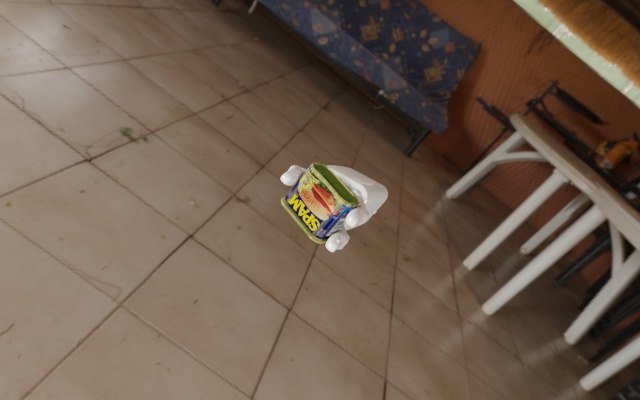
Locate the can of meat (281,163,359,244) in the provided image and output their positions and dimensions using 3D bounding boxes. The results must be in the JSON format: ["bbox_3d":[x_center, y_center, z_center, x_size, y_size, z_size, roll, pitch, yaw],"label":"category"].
[{"bbox_3d":[0.000,0.002,0.759,0.102,0.084,0.057,49,24,22],"label":"can of meat"}]
